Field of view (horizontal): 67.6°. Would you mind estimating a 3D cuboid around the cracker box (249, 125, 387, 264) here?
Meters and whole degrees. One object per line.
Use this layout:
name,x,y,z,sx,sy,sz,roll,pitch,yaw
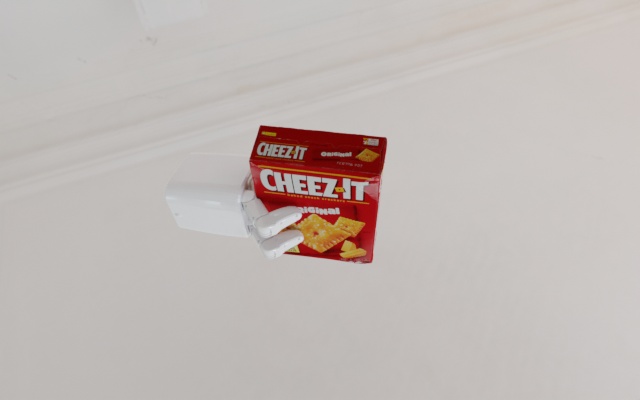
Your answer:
cracker box,0.000,0.002,0.661,0.164,0.072,0.214,6,-36,7
